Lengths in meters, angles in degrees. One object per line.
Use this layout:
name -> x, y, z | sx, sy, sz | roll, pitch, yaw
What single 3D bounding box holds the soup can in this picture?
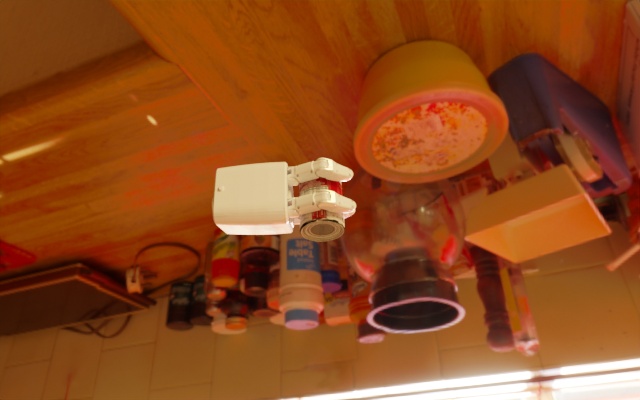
soup can -> 0.001, 0.003, 0.720 | 0.068, 0.102, 0.068 | -2, -31, -1
